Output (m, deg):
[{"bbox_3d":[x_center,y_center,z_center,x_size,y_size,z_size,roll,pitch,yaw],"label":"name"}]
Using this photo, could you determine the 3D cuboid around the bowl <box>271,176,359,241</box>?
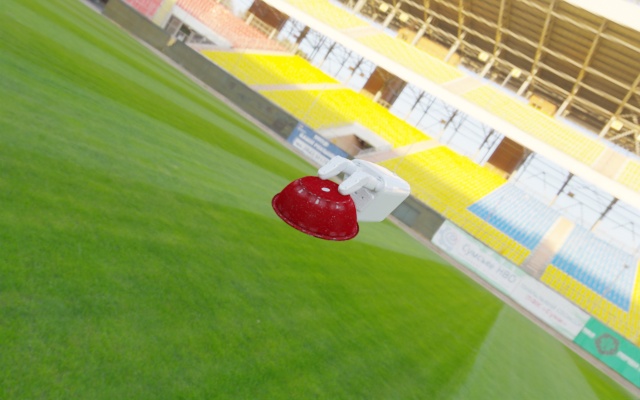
[{"bbox_3d":[0.000,0.003,0.819,0.162,0.055,0.162,17,24,-8],"label":"bowl"}]
